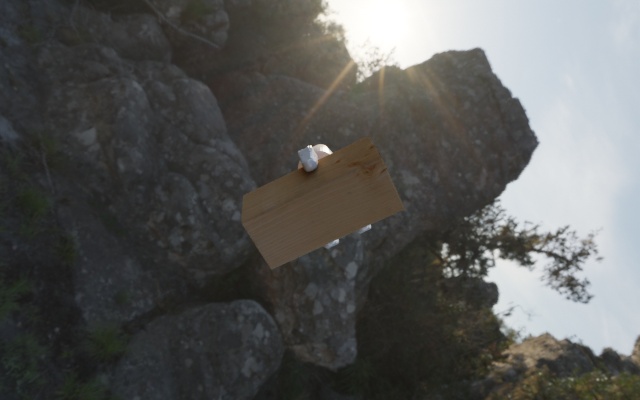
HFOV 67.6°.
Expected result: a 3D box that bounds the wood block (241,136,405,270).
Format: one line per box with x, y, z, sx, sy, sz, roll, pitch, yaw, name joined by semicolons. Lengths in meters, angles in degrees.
0.000;0.002;0.681;0.206;0.091;0.090;-25;27;6;wood block
